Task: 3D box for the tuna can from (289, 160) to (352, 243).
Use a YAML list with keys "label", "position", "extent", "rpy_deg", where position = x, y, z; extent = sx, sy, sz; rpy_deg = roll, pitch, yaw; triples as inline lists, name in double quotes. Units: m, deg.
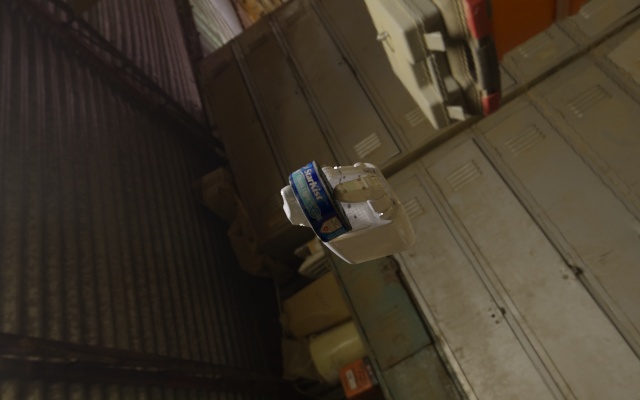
- label: "tuna can"
  position: [0.000, 0.002, 0.515]
  extent: [0.034, 0.086, 0.086]
  rpy_deg: [-28, -3, 6]
